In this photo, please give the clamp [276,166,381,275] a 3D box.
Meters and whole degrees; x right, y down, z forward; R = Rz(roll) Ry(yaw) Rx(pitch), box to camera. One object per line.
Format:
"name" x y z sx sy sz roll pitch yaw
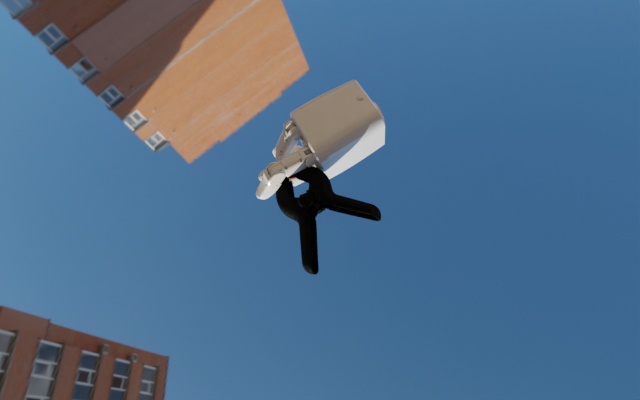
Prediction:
"clamp" 0.000 0.002 0.641 0.120 0.171 0.039 -30 -31 1
